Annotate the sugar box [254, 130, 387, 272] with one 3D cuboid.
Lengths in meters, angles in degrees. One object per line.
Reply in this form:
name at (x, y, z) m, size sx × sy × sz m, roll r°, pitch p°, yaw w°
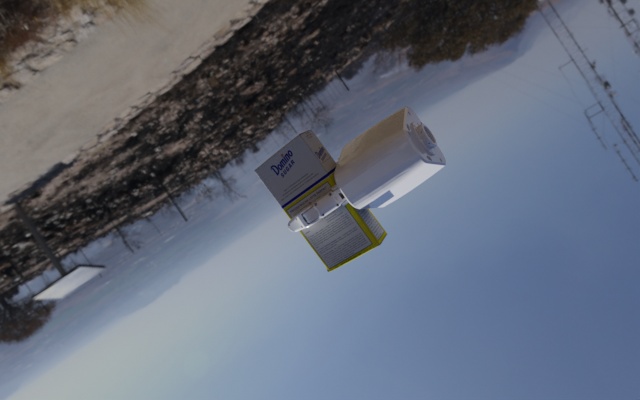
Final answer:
sugar box at (0.000, 0.002, 0.644) m, size 0.093 × 0.176 × 0.048 m, roll -33°, pitch 2°, yaw 30°
